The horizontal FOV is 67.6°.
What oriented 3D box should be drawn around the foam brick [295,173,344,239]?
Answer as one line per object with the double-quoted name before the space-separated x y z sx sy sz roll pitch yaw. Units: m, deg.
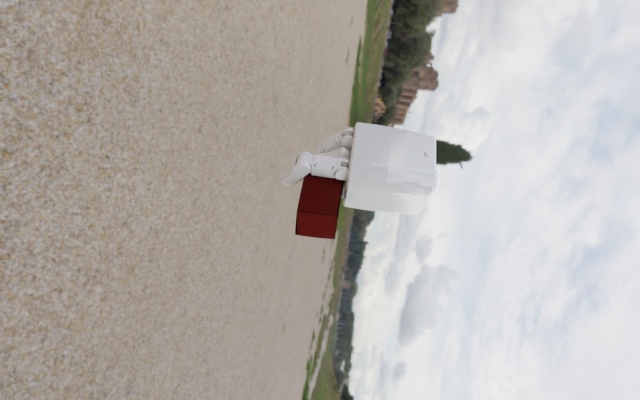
"foam brick" 0.000 0.002 0.605 0.051 0.078 0.053 9 -37 2
